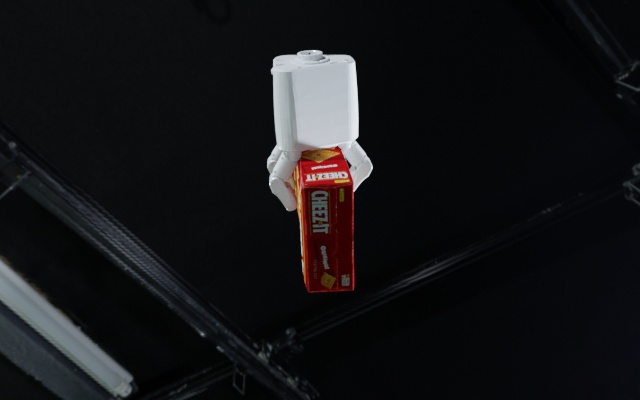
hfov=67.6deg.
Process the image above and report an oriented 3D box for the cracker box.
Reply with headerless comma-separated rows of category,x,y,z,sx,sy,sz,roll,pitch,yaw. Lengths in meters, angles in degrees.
cracker box,0.000,0.002,0.690,0.072,0.164,0.213,-4,28,-3
